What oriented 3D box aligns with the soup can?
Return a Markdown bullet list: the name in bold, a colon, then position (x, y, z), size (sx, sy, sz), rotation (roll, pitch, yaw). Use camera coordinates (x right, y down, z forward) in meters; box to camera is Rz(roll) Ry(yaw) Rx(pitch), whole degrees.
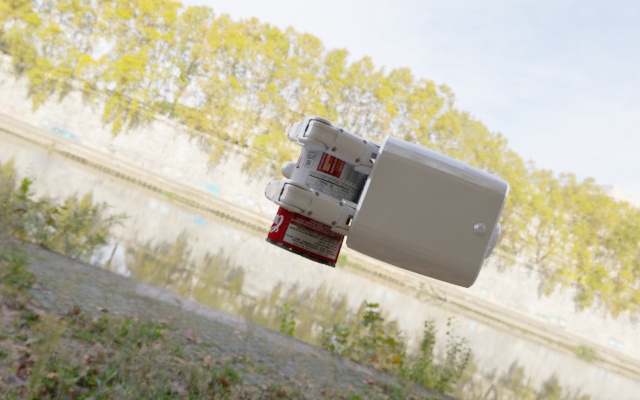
- **soup can**: position (0.000, 0.001, 0.433), size (0.068, 0.102, 0.068), rotation (21, -4, 1)
